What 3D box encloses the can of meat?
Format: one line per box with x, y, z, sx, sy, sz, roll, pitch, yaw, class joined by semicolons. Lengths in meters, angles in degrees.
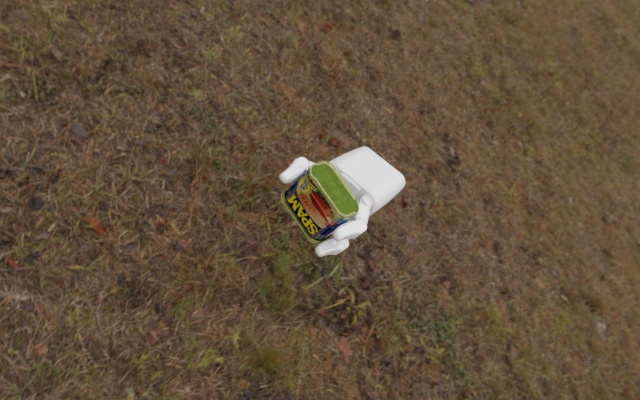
0.000;0.002;0.728;0.057;0.102;0.084;-27;-11;-46;can of meat
